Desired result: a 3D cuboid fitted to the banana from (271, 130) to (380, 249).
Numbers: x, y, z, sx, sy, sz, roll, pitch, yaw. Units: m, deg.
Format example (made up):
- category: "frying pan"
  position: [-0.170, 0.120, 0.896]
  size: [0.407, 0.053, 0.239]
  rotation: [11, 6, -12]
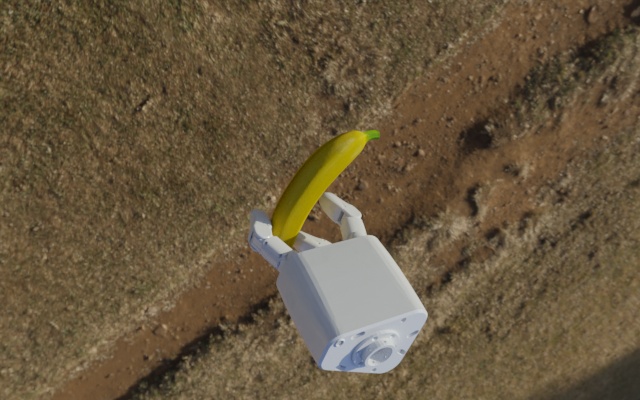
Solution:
- category: "banana"
  position: [-0.009, -0.007, 0.533]
  size: [0.070, 0.198, 0.037]
  rotation: [28, 17, -45]
